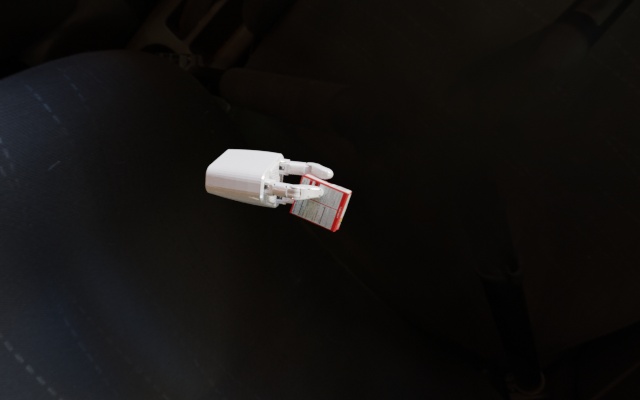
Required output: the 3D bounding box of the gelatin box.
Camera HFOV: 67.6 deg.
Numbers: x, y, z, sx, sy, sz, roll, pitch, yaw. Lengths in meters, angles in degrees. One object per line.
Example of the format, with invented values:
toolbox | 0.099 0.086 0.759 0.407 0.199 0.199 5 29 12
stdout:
gelatin box | 0.000 0.003 0.826 0.089 0.073 0.030 23 15 14
